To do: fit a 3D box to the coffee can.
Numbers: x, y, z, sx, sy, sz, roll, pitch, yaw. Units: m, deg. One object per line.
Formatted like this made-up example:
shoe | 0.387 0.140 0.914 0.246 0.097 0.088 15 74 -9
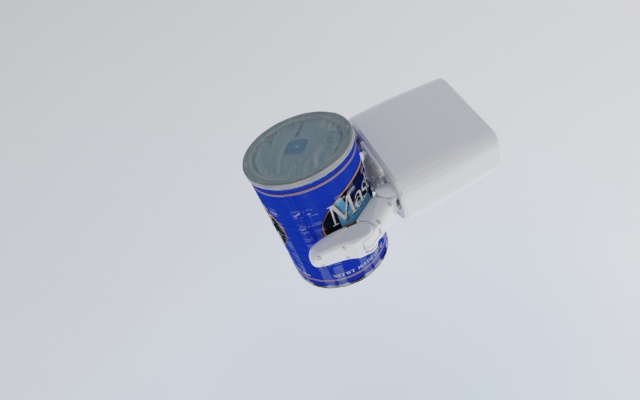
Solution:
coffee can | 0.000 0.002 0.460 0.103 0.140 0.102 -14 40 12
